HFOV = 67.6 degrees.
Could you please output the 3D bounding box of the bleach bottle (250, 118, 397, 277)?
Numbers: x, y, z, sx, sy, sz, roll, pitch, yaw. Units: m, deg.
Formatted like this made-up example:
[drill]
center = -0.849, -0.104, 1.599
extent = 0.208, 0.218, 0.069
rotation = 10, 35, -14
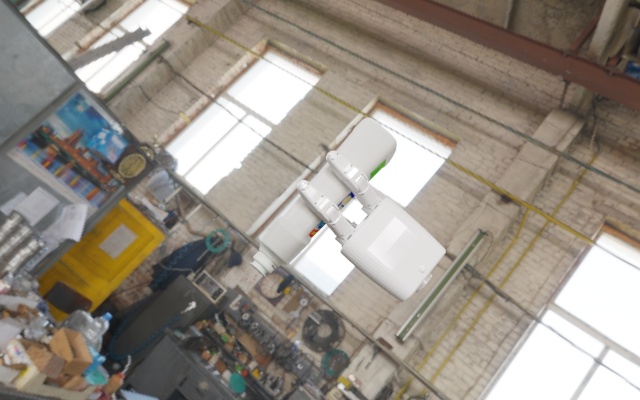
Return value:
[bleach bottle]
center = 0.000, 0.002, 0.653
extent = 0.068, 0.251, 0.102
rotation = 41, -14, 7
